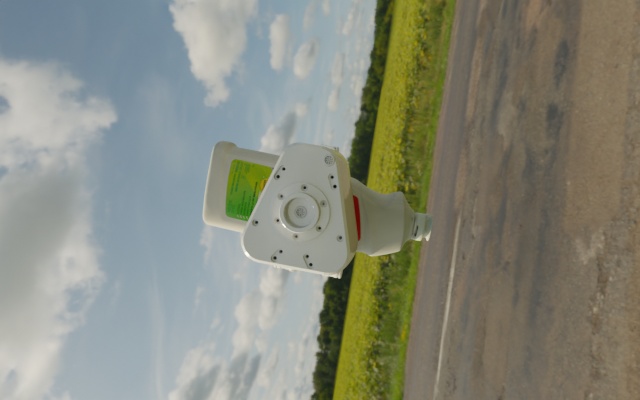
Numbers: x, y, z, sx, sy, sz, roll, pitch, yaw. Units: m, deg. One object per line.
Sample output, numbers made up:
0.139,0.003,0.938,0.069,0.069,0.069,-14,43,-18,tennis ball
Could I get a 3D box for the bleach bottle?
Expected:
0.000,0.002,0.542,0.251,0.102,0.068,9,2,5,bleach bottle
